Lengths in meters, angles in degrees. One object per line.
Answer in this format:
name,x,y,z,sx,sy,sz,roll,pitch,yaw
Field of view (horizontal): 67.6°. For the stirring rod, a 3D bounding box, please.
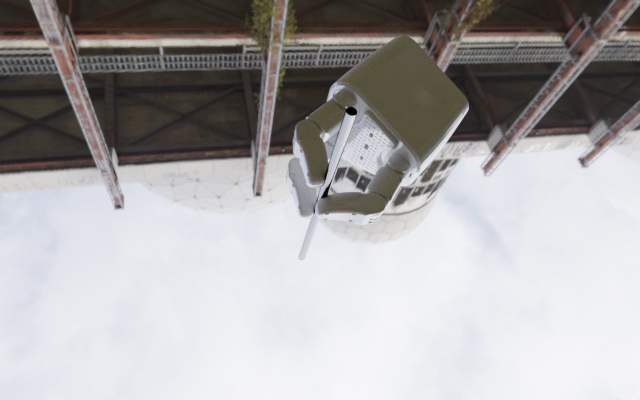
stirring rod,0.000,0.001,0.418,0.011,0.011,0.240,0,-30,-11
